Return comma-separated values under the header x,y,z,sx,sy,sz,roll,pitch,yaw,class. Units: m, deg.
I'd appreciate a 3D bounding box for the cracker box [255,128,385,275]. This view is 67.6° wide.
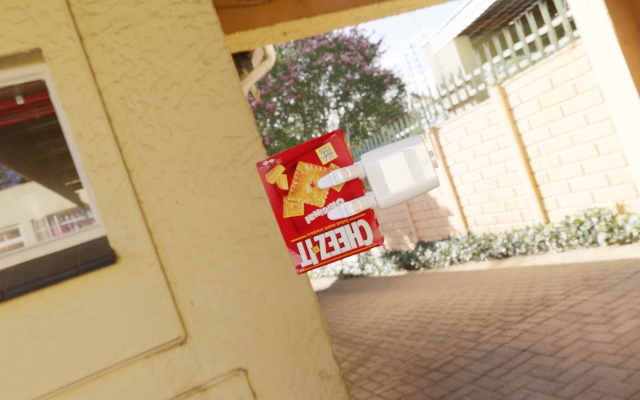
x,y,z,sx,sy,sz,roll,pitch,yaw,class
0.000,0.003,0.841,0.164,0.213,0.072,-21,-1,9,cracker box
